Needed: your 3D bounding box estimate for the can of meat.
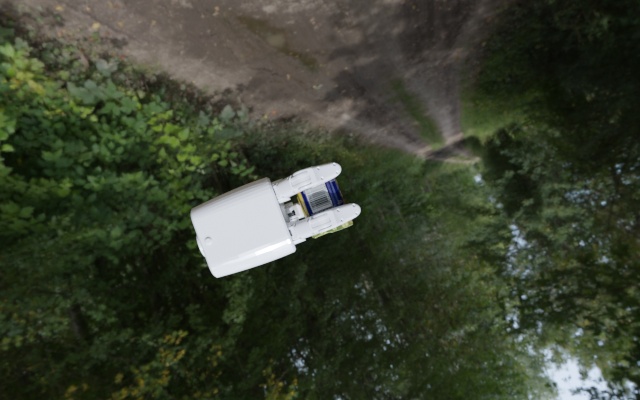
[{"bbox_3d":[0.000,0.002,0.632,0.057,0.084,0.102,-20,-2,-5],"label":"can of meat"}]
